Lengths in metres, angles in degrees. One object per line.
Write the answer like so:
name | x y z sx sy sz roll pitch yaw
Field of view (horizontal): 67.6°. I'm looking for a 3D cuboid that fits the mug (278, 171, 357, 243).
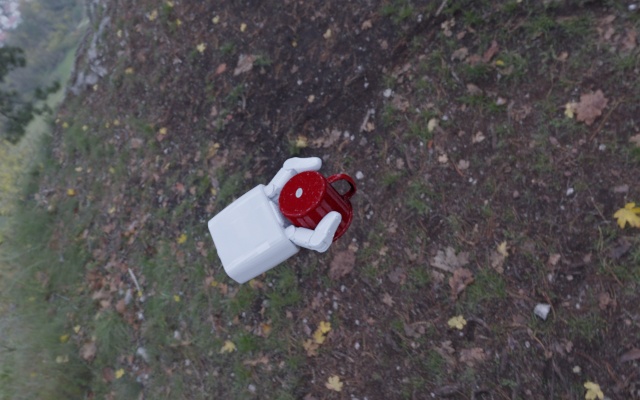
mug | 0.001 0.001 0.712 0.117 0.093 0.081 -34 -44 9
